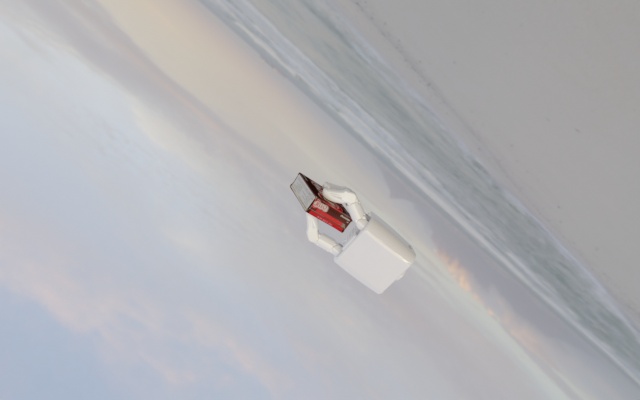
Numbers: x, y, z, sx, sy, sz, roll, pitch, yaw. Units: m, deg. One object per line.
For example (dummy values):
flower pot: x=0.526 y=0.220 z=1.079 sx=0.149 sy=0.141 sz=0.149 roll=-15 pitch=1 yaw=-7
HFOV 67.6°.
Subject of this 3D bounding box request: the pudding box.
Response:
pudding box: x=0.000 y=0.003 z=0.870 sx=0.090 sy=0.039 sz=0.113 roll=32 pitch=10 yaw=-30
